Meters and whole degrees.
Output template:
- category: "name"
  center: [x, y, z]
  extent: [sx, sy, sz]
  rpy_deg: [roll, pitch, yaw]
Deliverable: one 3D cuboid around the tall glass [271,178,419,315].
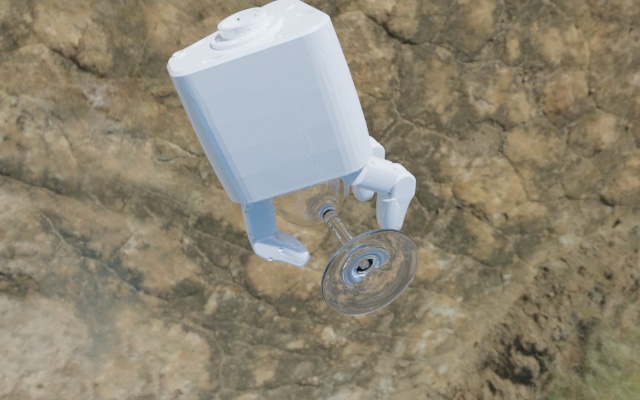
- category: "tall glass"
  center: [0.000, 0.002, 0.407]
  extent: [0.079, 0.079, 0.201]
  rpy_deg: [0, 30, -24]
